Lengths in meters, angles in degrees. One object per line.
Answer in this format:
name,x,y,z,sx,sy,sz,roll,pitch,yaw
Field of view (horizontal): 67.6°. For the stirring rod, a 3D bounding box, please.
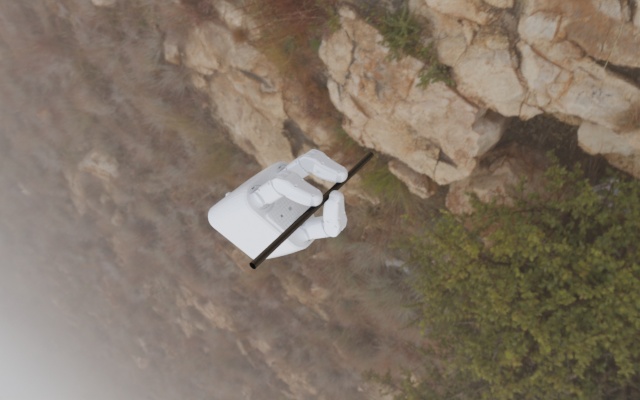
stirring rod,0.000,0.002,0.540,0.011,0.011,0.239,0,31,39
